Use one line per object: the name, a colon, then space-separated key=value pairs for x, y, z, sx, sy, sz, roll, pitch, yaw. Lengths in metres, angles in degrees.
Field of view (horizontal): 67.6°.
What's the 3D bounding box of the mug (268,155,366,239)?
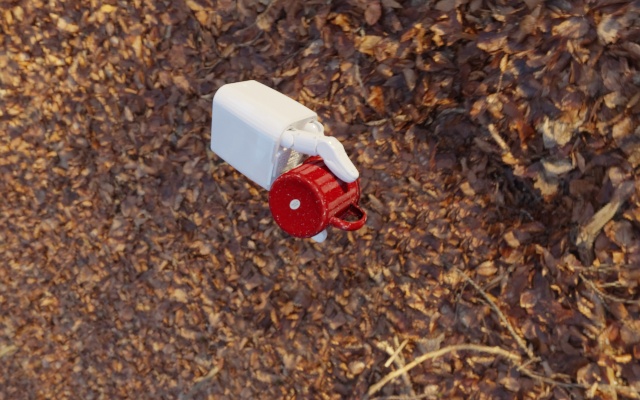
mug: x=0.001 y=0.003 z=0.575 sx=0.117 sy=0.093 sz=0.081 roll=33 pitch=31 yaw=16
